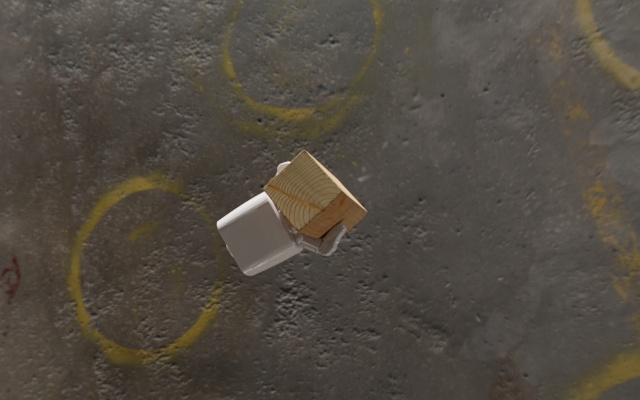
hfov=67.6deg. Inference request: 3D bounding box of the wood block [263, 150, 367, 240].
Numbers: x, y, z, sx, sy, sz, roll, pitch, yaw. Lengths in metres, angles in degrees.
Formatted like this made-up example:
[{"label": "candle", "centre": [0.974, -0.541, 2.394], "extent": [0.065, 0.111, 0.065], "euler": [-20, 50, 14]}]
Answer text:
[{"label": "wood block", "centre": [0.000, 0.003, 0.791], "extent": [0.090, 0.090, 0.206], "euler": [-42, -18, 5]}]
